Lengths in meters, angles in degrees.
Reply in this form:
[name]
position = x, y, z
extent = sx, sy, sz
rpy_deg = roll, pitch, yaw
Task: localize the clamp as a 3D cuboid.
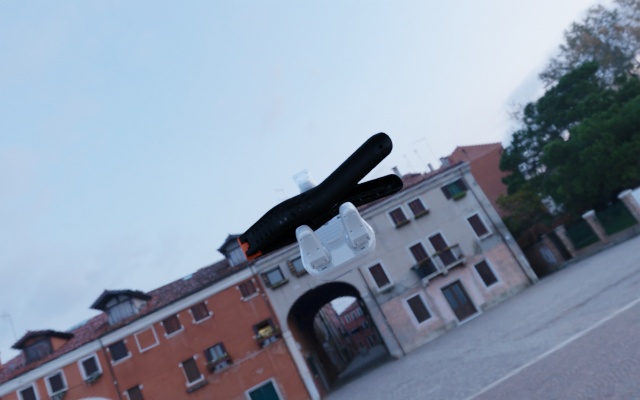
[clamp]
position = -0.001, 0.001, 0.532
extent = 0.210, 0.036, 0.165
rpy_deg = -28, -19, -1
